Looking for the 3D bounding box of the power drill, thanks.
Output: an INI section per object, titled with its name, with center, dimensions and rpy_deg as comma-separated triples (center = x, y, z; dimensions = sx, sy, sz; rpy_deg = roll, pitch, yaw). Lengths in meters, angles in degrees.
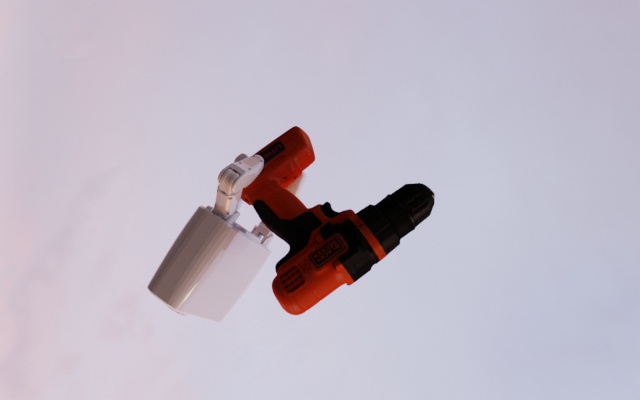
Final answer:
[power drill]
center = 0.000, 0.002, 0.506
dimensions = 0.184, 0.187, 0.057
rpy_deg = -35, -38, -4
